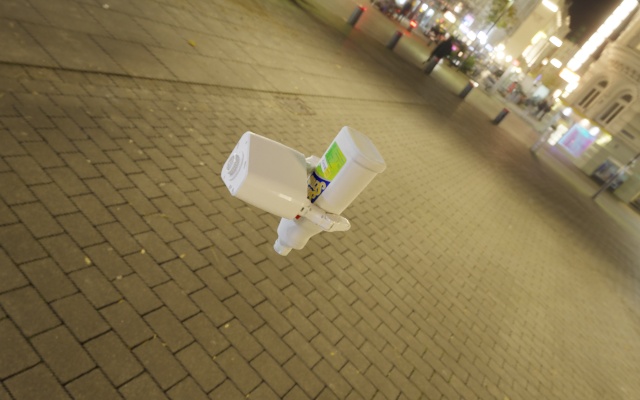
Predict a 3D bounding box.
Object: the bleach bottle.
[{"bbox_3d":[0.000,0.003,0.799,0.068,0.251,0.102,22,28,-31],"label":"bleach bottle"}]
